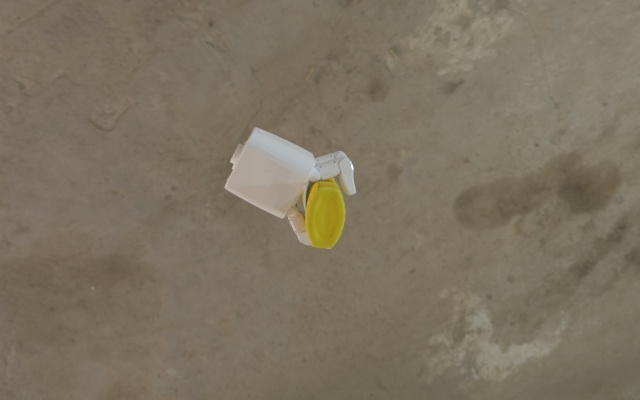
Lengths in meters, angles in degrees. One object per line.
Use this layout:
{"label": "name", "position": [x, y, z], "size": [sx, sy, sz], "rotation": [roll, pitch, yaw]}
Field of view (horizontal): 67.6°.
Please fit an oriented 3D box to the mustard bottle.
{"label": "mustard bottle", "position": [0.000, 0.003, 0.781], "size": [0.058, 0.096, 0.191], "rotation": [2, 14, -5]}
